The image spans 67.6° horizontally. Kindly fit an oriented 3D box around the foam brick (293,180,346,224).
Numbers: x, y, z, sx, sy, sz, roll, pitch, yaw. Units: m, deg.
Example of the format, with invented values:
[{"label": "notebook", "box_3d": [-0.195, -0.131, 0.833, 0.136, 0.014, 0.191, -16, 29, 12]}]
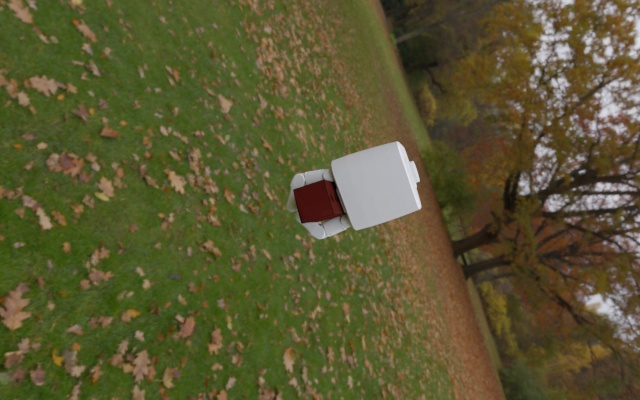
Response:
[{"label": "foam brick", "box_3d": [0.000, 0.002, 0.710, 0.051, 0.053, 0.078, -17, -5, 16]}]
